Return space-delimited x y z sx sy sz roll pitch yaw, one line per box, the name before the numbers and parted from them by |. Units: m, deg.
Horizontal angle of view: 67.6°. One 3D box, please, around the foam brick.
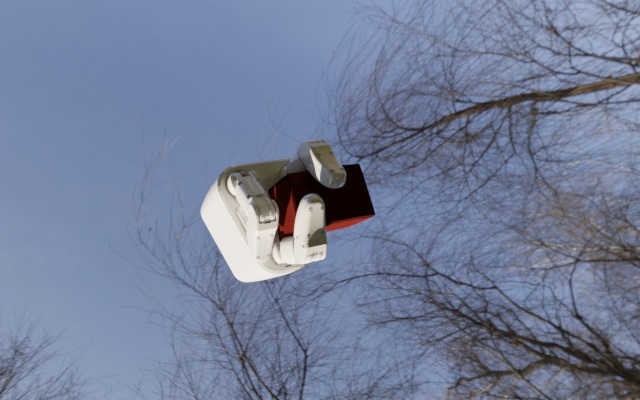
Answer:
foam brick | 0.000 0.001 0.443 0.078 0.053 0.051 -9 -11 -27
